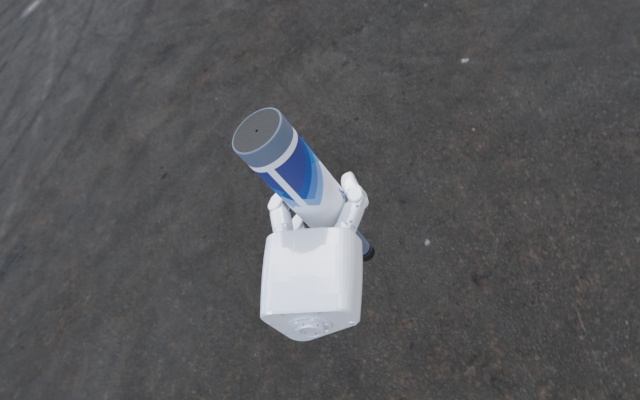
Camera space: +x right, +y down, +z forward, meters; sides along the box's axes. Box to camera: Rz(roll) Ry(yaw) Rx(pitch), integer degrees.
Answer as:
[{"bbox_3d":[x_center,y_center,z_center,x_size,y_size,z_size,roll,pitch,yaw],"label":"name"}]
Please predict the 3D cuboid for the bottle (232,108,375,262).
[{"bbox_3d":[0.000,0.002,0.626,0.069,0.069,0.296,0,-33,35],"label":"bottle"}]
